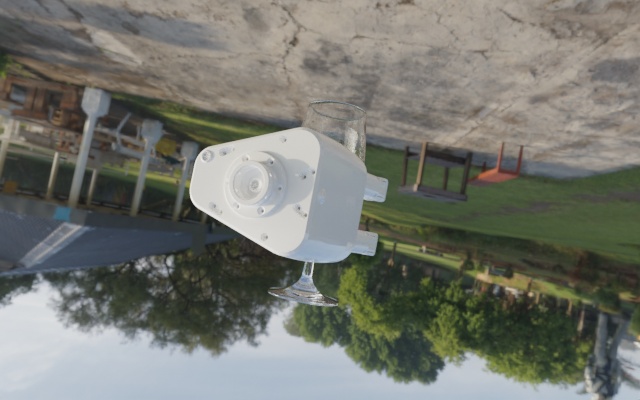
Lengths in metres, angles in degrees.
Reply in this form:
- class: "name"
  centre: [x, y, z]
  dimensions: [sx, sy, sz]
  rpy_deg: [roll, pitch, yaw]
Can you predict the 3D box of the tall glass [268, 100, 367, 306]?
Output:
- class: "tall glass"
  centre: [0.000, 0.002, 0.495]
  dimensions: [0.079, 0.201, 0.079]
  rpy_deg: [11, -3, 1]
